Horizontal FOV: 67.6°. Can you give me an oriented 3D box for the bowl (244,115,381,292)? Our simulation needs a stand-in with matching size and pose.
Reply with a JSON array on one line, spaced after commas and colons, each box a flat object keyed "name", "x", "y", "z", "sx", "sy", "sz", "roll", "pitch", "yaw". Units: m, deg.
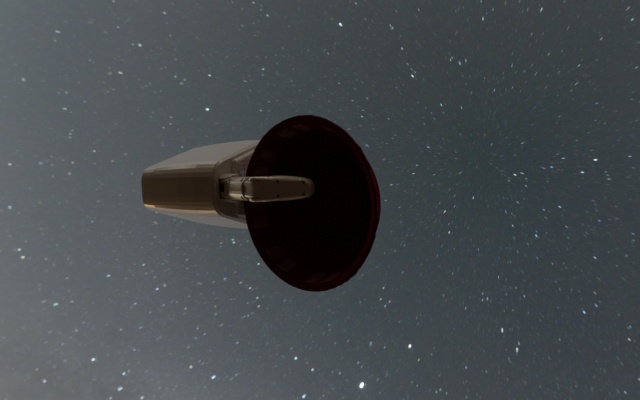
[{"name": "bowl", "x": 0.001, "y": 0.002, "z": 0.455, "sx": 0.162, "sy": 0.162, "sz": 0.055, "roll": 0, "pitch": 4, "yaw": 40}]
